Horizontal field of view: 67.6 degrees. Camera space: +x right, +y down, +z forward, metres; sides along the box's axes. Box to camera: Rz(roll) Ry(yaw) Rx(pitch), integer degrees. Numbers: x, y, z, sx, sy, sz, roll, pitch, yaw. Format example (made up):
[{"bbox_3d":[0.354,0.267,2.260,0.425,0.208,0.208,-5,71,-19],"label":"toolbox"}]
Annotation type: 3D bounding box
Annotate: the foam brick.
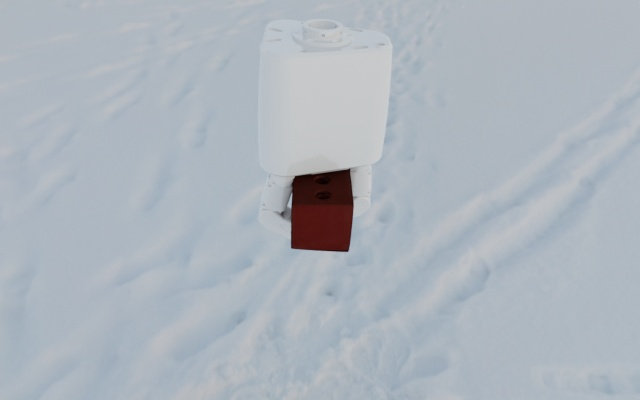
[{"bbox_3d":[0.000,0.002,0.432,0.053,0.051,0.078,2,37,-3],"label":"foam brick"}]
